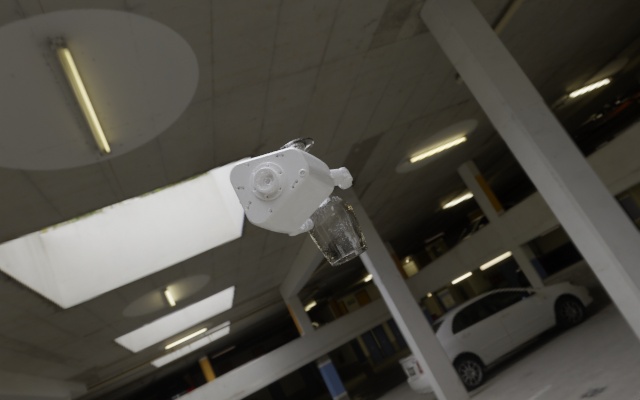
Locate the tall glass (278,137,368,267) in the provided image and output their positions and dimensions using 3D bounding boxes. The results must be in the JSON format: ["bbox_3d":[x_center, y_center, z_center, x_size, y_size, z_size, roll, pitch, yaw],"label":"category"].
[{"bbox_3d":[0.000,0.002,0.758,0.079,0.201,0.079,-26,-15,-8],"label":"tall glass"}]
